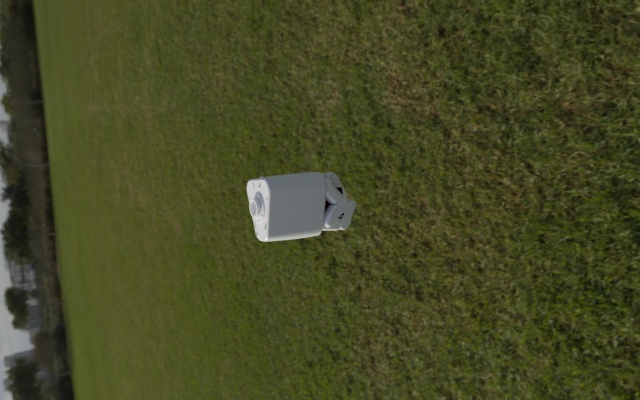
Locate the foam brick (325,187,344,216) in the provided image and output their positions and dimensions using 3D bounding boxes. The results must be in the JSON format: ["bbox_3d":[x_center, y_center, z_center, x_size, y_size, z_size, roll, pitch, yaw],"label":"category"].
[{"bbox_3d":[0.000,0.003,0.876,0.051,0.053,0.078,-7,4,-31],"label":"foam brick"}]
